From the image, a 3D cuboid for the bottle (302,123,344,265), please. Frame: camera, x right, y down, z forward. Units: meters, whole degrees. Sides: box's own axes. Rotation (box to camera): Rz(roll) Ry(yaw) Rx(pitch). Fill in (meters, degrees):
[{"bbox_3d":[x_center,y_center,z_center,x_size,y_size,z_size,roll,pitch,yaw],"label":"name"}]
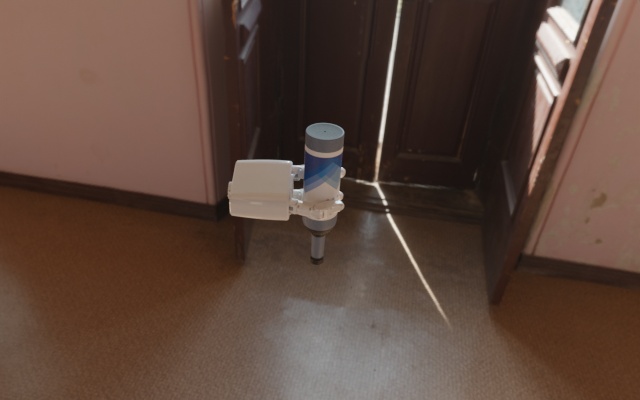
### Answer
[{"bbox_3d":[0.000,0.003,0.899,0.069,0.296,0.069,2,34,-2],"label":"bottle"}]
